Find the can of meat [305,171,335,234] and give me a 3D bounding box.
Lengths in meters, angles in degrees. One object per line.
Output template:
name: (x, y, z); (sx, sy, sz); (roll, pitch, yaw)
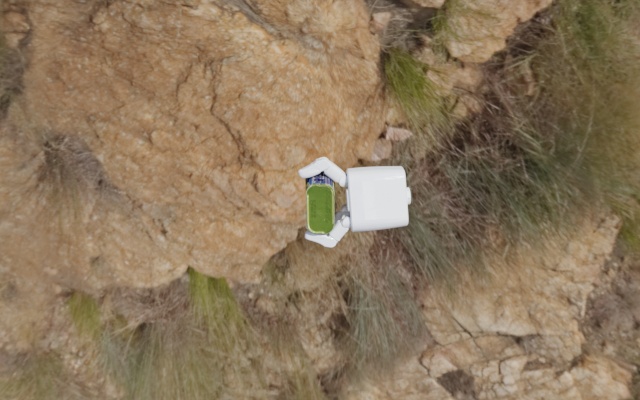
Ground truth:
can of meat: (0.000, 0.003, 0.891); (0.057, 0.102, 0.084); (-1, 20, 0)
